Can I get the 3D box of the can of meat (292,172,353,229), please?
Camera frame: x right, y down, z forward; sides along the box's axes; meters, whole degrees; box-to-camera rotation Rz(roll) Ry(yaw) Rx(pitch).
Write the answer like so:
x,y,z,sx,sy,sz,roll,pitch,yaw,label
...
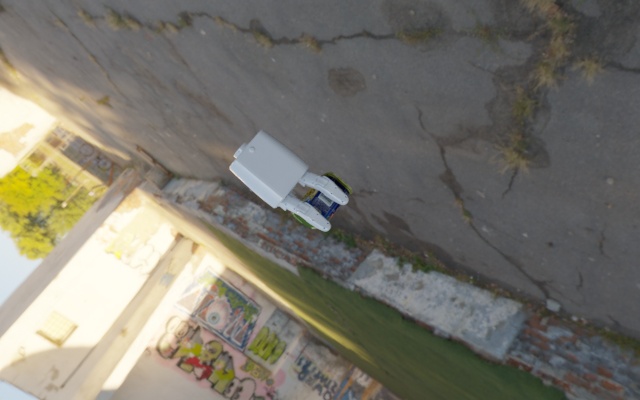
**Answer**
x,y,z,sx,sy,sz,roll,pitch,yaw,label
0.000,0.003,0.860,0.057,0.084,0.102,41,-17,-10,can of meat
